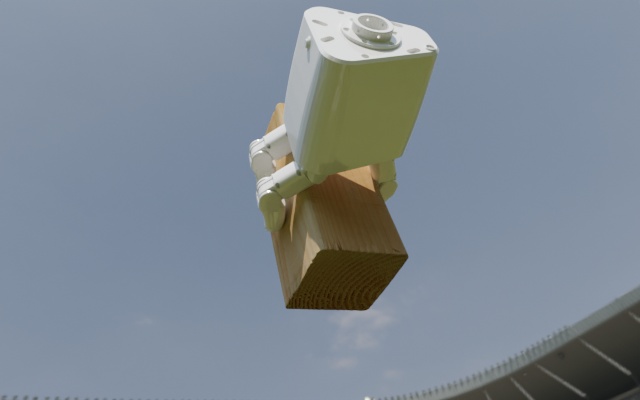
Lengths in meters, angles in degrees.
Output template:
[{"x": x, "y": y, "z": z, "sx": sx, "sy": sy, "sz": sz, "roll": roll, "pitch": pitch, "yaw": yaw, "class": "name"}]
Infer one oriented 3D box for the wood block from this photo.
[{"x": 0.000, "y": 0.001, "z": 0.493, "sx": 0.091, "sy": 0.206, "sz": 0.090, "roll": 7, "pitch": -47, "yaw": -24, "class": "wood block"}]
